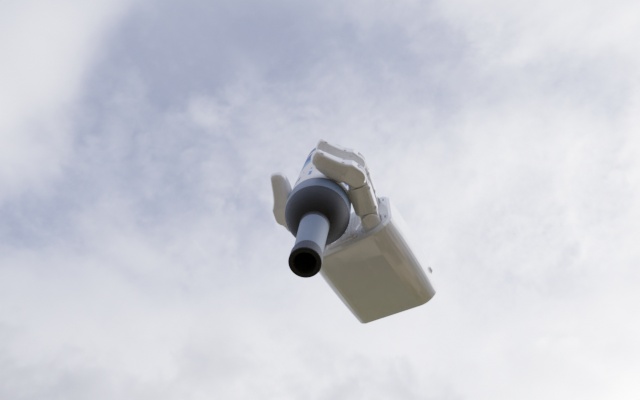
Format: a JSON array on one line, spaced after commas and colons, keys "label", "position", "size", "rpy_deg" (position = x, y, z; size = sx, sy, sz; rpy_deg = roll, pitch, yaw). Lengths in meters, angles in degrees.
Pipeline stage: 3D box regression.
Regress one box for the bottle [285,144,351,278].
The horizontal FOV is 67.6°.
[{"label": "bottle", "position": [0.000, 0.002, 0.517], "size": [0.069, 0.069, 0.295], "rpy_deg": [0, 19, 5]}]
